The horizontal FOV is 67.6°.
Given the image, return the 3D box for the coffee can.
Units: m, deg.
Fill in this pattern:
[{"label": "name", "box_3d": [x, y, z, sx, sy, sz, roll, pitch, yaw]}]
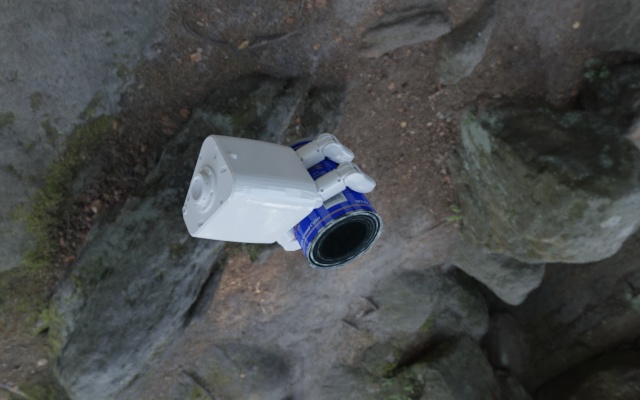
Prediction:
[{"label": "coffee can", "box_3d": [0.000, 0.002, 0.609, 0.103, 0.103, 0.140, 0, 43, -37]}]
